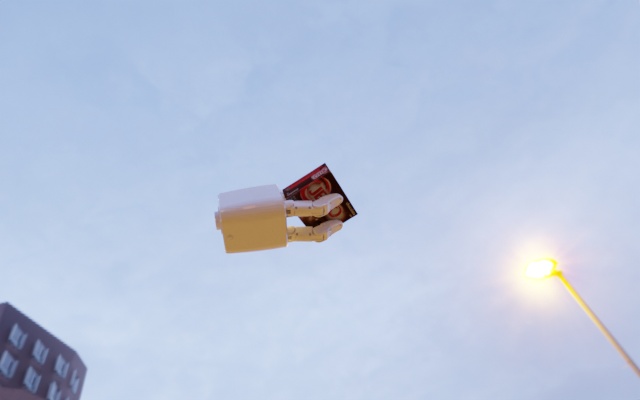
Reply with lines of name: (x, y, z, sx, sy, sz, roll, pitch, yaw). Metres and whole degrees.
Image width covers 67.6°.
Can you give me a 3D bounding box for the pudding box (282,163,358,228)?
pudding box: (0.000, 0.003, 0.831, 0.090, 0.114, 0.039, -32, 38, 5)
